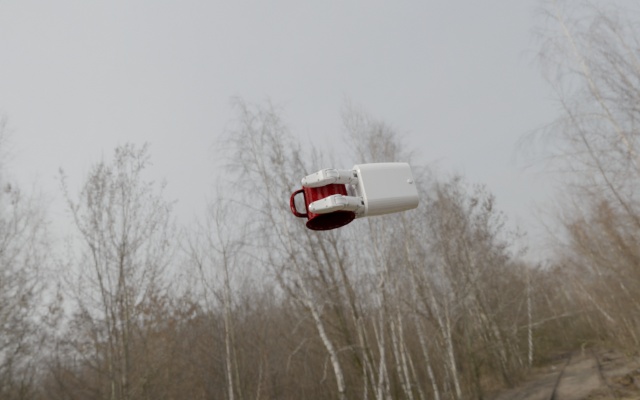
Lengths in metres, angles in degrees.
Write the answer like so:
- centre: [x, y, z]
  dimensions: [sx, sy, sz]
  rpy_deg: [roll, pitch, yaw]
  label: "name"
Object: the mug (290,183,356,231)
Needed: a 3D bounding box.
- centre: [-0.001, 0.003, 0.884]
  dimensions: [0.117, 0.081, 0.093]
  rpy_deg: [-5, -24, -16]
  label: "mug"
